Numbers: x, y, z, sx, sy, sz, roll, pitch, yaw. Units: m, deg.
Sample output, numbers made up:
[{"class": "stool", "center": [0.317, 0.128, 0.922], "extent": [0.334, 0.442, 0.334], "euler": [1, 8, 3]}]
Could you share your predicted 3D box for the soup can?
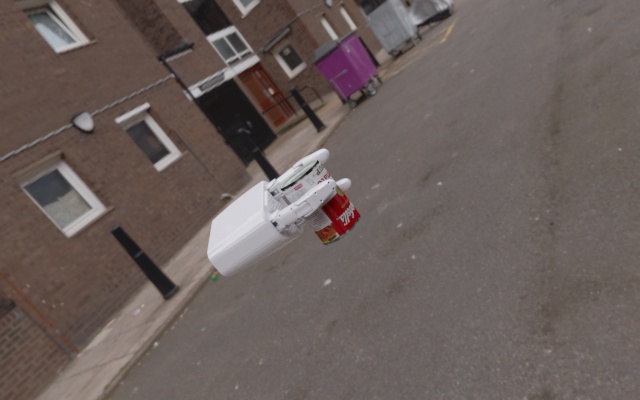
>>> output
[{"class": "soup can", "center": [0.000, 0.002, 0.666], "extent": [0.068, 0.102, 0.068], "euler": [-36, 12, 9]}]
